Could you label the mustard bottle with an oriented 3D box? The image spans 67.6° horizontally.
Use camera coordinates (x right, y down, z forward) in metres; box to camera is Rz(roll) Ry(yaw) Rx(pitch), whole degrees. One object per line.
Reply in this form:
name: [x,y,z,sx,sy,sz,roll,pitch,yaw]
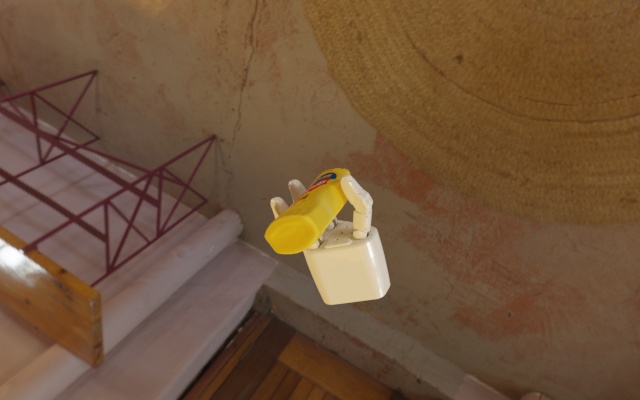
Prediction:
mustard bottle: [0.000,0.002,0.720,0.096,0.058,0.191,-29,12,40]
